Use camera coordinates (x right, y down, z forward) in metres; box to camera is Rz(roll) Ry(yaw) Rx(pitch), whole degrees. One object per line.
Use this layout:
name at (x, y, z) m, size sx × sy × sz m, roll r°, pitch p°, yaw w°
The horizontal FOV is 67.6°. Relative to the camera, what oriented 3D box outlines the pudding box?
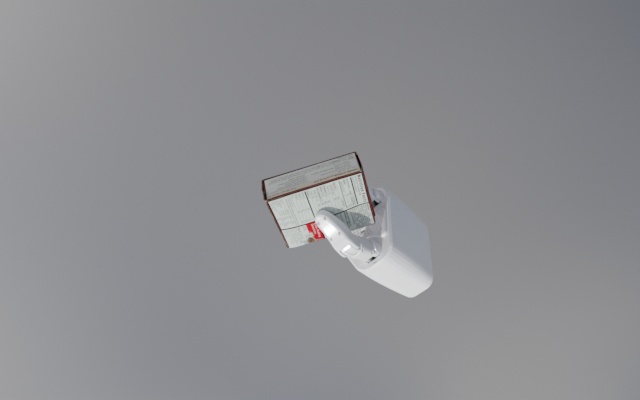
pudding box at (0.000, 0.002, 0.544) m, size 0.113 × 0.090 × 0.039 m, roll -18°, pitch 44°, yaw 1°
